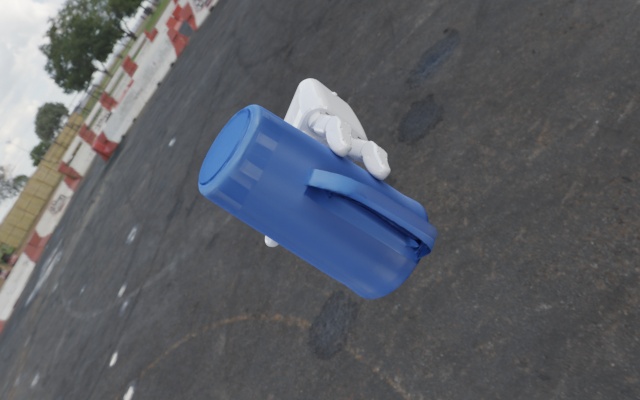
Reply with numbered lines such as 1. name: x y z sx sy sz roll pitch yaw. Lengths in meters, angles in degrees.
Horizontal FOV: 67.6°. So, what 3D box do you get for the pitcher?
1. pitcher: 0.000 0.002 0.523 0.243 0.149 0.145 32 27 -26
